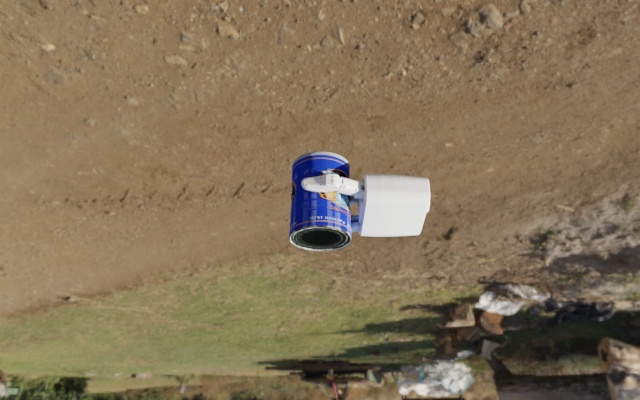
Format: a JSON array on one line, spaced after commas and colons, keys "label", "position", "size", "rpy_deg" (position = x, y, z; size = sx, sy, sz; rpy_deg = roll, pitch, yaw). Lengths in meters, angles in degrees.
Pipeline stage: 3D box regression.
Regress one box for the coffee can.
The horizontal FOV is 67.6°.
[{"label": "coffee can", "position": [0.000, 0.002, 0.811], "size": [0.103, 0.140, 0.103], "rpy_deg": [0, -27, 0]}]
